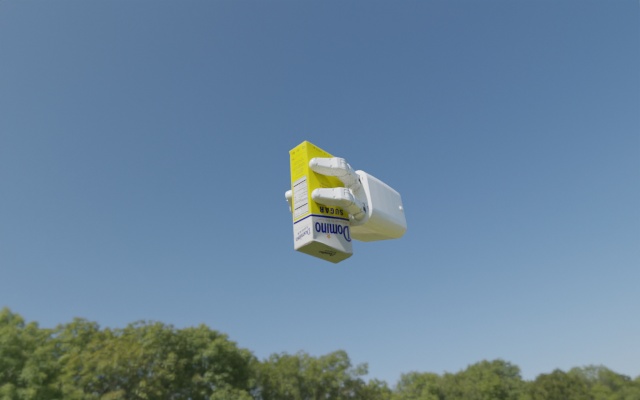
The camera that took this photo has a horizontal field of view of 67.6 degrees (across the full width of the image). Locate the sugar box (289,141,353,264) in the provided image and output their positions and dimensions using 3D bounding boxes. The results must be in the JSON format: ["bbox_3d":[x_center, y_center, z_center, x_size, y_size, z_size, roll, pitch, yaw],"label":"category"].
[{"bbox_3d":[0.001,0.002,0.747,0.048,0.176,0.093,-30,-37,34],"label":"sugar box"}]
